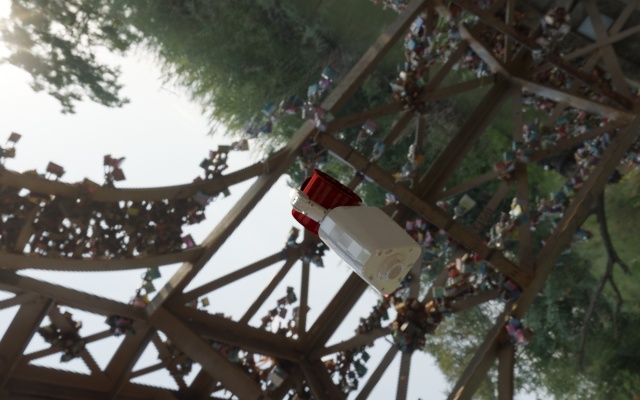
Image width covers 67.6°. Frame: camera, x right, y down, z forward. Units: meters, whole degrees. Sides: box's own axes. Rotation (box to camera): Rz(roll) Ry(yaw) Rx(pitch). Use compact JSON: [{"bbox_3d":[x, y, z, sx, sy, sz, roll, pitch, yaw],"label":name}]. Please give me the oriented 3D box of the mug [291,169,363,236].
[{"bbox_3d":[-0.001,0.002,0.769,0.093,0.081,0.117,25,13,-45],"label":"mug"}]
